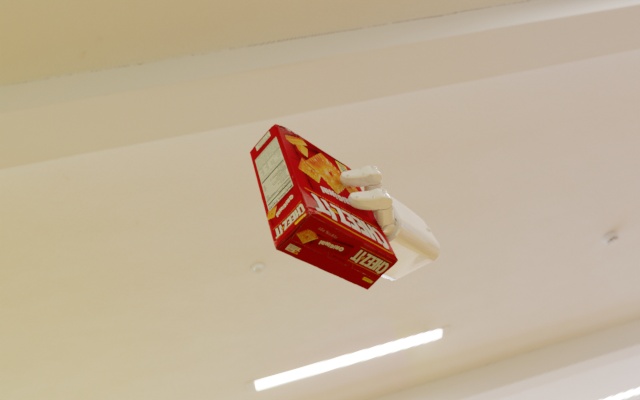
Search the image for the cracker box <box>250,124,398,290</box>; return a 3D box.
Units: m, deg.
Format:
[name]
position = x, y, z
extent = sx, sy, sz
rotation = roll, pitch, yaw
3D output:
[cracker box]
position = 0.000, 0.002, 0.664
extent = 0.164, 0.072, 0.213
rotation = 28, 24, -34
